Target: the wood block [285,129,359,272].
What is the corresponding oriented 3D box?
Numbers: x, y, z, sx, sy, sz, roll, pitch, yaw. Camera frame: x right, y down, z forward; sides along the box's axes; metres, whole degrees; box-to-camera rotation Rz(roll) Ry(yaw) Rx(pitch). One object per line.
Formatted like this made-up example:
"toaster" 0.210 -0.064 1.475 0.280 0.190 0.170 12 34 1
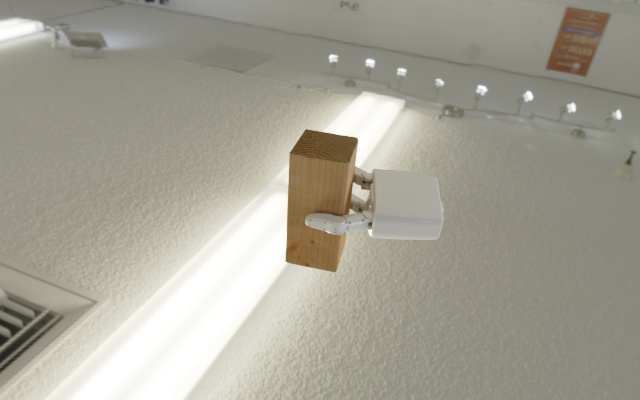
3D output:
"wood block" 0.000 0.003 0.768 0.090 0.206 0.090 11 33 9
